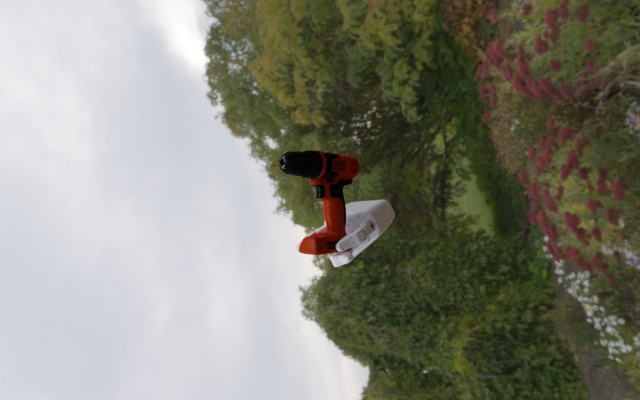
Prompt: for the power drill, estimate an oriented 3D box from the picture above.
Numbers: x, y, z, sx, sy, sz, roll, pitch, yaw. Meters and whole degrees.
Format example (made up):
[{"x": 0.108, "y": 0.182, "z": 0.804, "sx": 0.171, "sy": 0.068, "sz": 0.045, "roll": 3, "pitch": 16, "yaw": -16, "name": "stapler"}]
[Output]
[{"x": 0.000, "y": 0.003, "z": 0.871, "sx": 0.184, "sy": 0.187, "sz": 0.057, "roll": 0, "pitch": 3, "yaw": -42, "name": "power drill"}]
